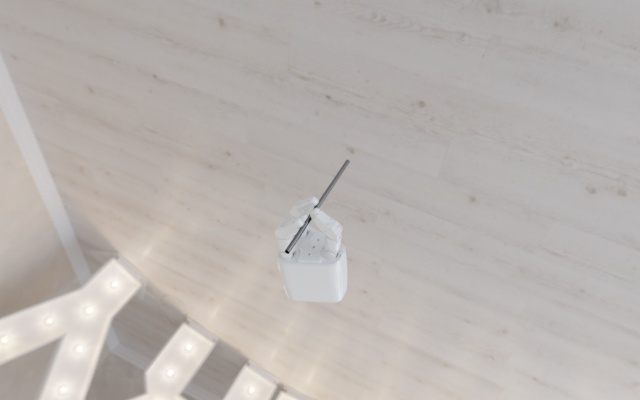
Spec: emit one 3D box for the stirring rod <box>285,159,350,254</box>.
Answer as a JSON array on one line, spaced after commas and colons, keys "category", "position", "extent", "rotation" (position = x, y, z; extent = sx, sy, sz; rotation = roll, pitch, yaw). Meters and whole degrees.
[{"category": "stirring rod", "position": [0.000, 0.003, 0.791], "extent": [0.011, 0.011, 0.239], "rotation": [0, 38, 32]}]
